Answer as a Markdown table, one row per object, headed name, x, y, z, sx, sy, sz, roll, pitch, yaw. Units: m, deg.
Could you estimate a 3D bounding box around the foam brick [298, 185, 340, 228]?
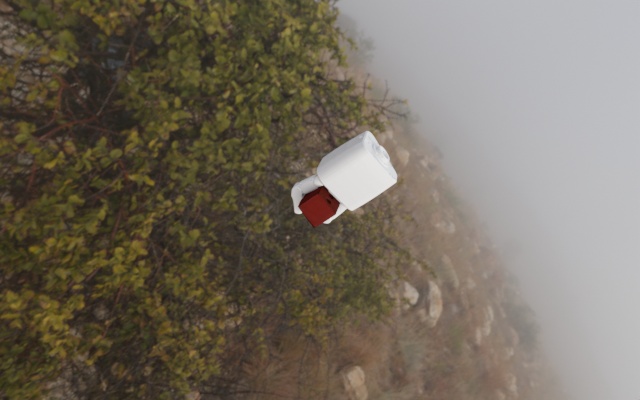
| name | x | y | z | sx | sy | sz | roll | pitch | yaw |
| --- | --- | --- | --- | --- | --- | --- | --- | --- | --- |
| foam brick | 0.000 | 0.003 | 0.891 | 0.051 | 0.053 | 0.078 | -32 | 15 | 24 |
